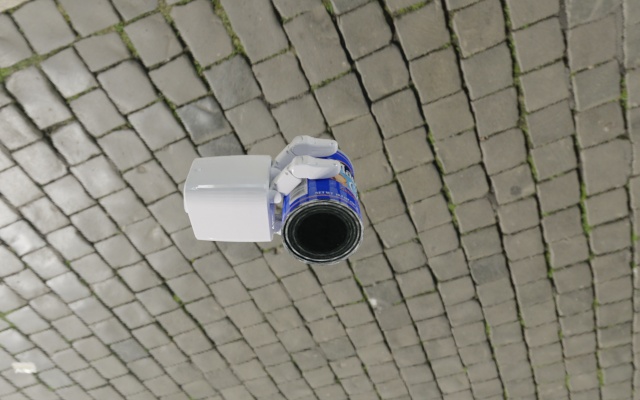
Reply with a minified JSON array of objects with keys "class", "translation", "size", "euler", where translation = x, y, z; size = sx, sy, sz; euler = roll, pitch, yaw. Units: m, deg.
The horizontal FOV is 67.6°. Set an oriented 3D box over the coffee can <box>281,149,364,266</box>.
[{"class":"coffee can","translation":[0.000,0.002,0.640],"size":[0.103,0.103,0.140],"euler":[0,34,-3]}]
